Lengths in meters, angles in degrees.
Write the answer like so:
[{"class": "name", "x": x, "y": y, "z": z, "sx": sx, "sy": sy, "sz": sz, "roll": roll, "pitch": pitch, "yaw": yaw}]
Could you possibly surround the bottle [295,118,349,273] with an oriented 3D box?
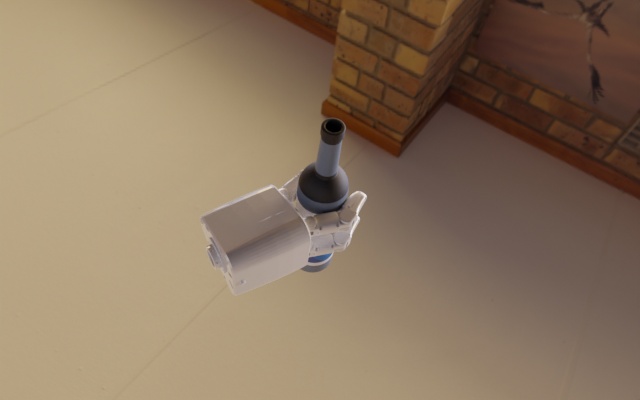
[{"class": "bottle", "x": 0.000, "y": 0.002, "z": 0.648, "sx": 0.069, "sy": 0.069, "sz": 0.296, "roll": 0, "pitch": -35, "yaw": -7}]
